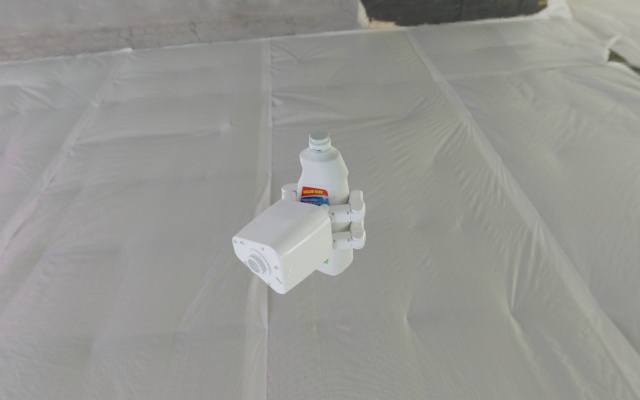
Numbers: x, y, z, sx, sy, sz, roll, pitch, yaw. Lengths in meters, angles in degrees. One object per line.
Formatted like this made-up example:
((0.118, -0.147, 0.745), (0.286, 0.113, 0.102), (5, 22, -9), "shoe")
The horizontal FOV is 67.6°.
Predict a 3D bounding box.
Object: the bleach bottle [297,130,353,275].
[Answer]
((0.000, 0.003, 0.762), (0.102, 0.251, 0.068), (24, 47, 32), "bleach bottle")
